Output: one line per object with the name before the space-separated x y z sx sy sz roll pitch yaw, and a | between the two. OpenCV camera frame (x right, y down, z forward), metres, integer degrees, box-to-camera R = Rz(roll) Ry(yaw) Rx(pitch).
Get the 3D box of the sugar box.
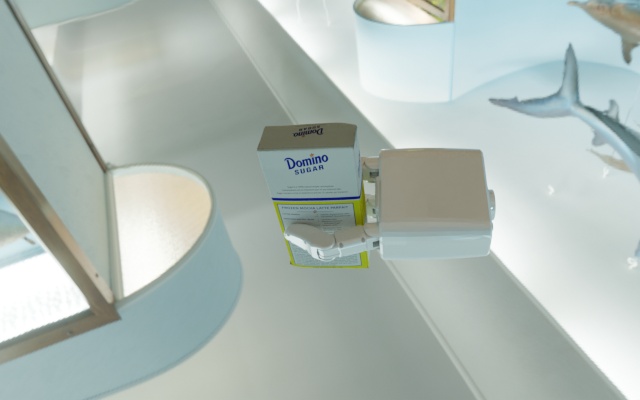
sugar box | 0.000 0.001 0.500 0.093 0.176 0.048 0 43 10
